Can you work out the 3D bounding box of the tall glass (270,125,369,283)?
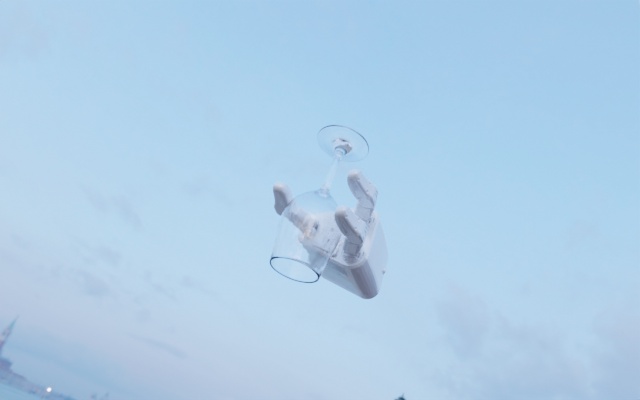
[{"bbox_3d":[0.000,0.001,0.607,0.079,0.201,0.079,16,-31,10],"label":"tall glass"}]
